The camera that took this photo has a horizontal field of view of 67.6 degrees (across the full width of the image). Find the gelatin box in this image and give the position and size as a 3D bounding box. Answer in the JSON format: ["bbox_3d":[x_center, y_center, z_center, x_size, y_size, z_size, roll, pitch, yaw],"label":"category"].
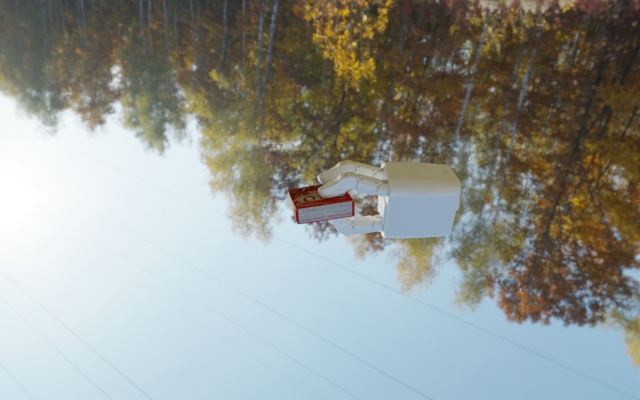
[{"bbox_3d":[0.000,0.003,0.723,0.089,0.030,0.073,-9,26,-10],"label":"gelatin box"}]
